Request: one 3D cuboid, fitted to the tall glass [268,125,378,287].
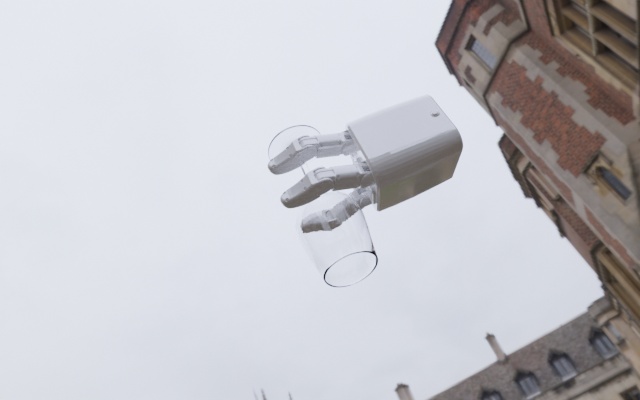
[{"bbox_3d":[0.000,0.001,0.560,0.079,0.201,0.079,-14,-39,-12],"label":"tall glass"}]
